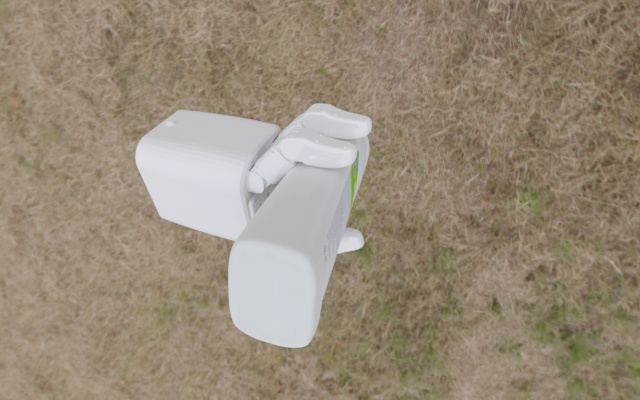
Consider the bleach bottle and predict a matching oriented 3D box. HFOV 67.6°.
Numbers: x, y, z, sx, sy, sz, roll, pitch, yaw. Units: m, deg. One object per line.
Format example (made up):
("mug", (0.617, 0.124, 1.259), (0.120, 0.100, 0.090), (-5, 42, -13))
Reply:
("bleach bottle", (0.000, 0.001, 0.430), (0.068, 0.103, 0.250), (13, 36, 11))
